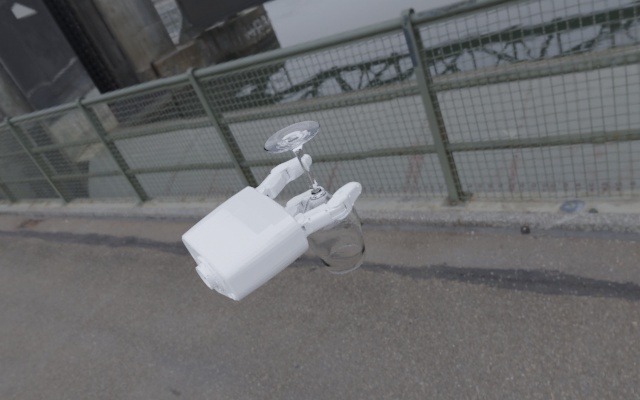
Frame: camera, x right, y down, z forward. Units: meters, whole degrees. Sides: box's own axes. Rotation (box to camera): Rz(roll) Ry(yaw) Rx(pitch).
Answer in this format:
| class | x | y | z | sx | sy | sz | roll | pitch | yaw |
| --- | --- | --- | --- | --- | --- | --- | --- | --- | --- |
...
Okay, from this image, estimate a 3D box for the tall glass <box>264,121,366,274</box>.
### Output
| class | x | y | z | sx | sy | sz | roll | pitch | yaw |
| --- | --- | --- | --- | --- | --- | --- | --- | --- | --- |
| tall glass | 0.000 | 0.001 | 0.626 | 0.079 | 0.201 | 0.079 | -19 | 29 | 11 |
